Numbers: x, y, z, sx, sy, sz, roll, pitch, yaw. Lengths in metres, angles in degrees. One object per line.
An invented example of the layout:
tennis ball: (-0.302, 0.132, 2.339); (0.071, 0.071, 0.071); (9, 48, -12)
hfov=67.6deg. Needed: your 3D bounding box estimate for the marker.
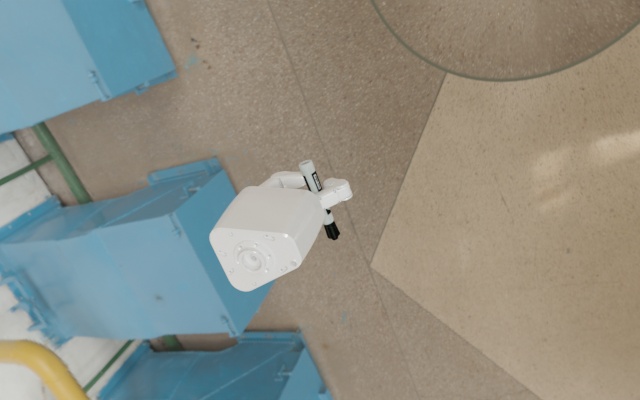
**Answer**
marker: (0.000, 0.002, 0.652); (0.020, 0.121, 0.020); (-18, 22, 8)
